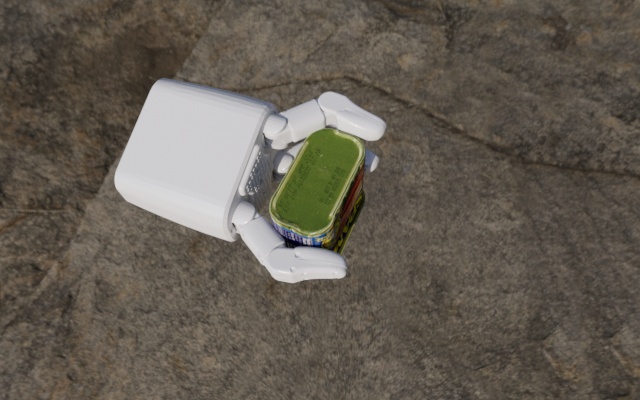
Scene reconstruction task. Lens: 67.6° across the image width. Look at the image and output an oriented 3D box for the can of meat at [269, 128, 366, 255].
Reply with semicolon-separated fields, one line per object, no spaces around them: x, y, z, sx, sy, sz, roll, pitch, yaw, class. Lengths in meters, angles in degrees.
0.000;0.001;0.405;0.057;0.102;0.084;20;-26;13;can of meat
